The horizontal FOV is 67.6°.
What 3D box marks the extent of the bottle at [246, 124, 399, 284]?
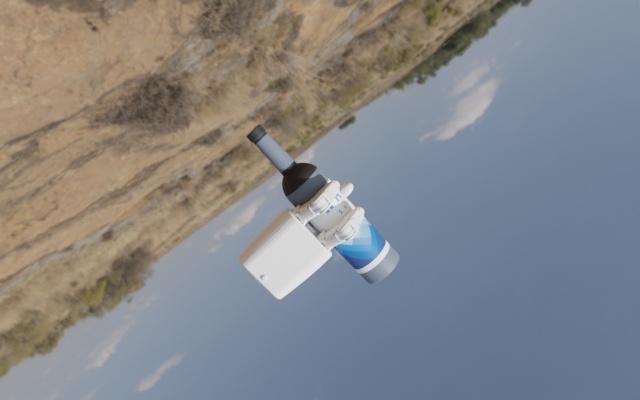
[{"bbox_3d":[0.000,0.002,0.726,0.069,0.296,0.069,-41,11,10],"label":"bottle"}]
